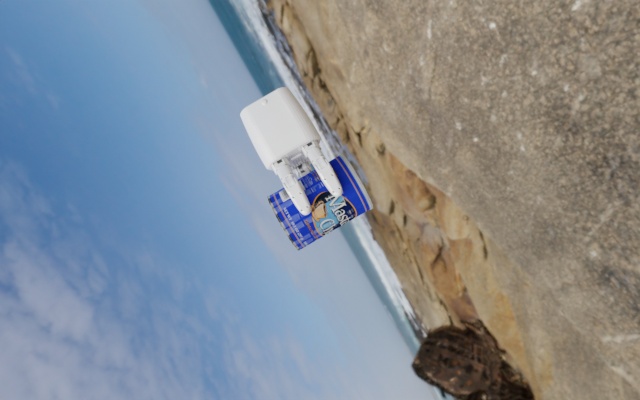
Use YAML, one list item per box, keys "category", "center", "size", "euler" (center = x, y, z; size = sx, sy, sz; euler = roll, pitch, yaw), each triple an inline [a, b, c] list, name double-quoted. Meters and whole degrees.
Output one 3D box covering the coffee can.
- category: "coffee can"
  center: [0.000, 0.003, 0.773]
  size: [0.140, 0.103, 0.103]
  euler: [-30, 0, 0]
